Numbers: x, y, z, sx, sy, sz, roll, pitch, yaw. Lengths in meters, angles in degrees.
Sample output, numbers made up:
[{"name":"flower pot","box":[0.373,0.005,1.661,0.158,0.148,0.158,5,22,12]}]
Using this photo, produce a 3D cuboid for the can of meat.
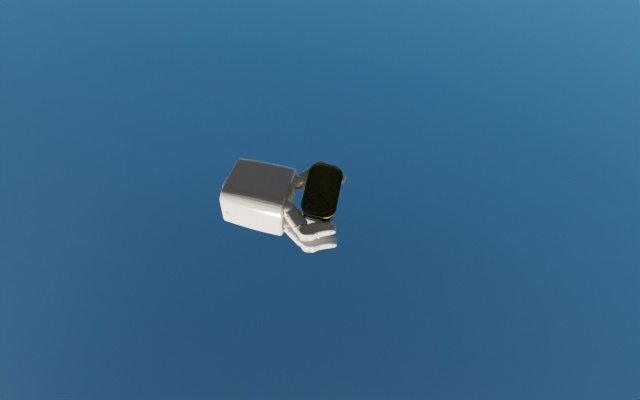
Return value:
[{"name":"can of meat","box":[0.000,0.003,0.810,0.057,0.102,0.084,11,-30,2]}]
